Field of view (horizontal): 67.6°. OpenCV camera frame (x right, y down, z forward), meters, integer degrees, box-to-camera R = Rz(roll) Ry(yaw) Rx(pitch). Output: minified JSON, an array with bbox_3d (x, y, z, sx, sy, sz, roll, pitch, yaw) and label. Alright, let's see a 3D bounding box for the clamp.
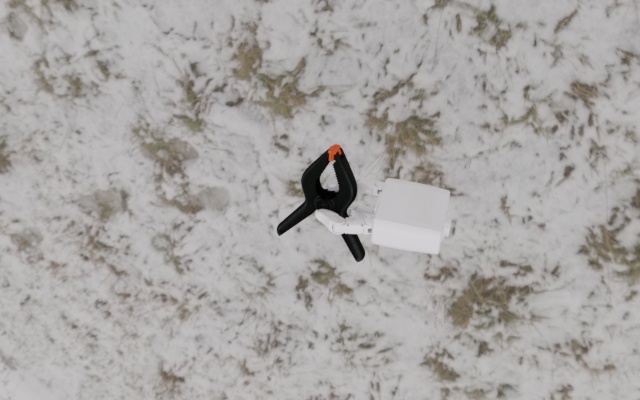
[{"bbox_3d":[0.000,0.003,0.797,0.164,0.210,0.036,11,34,15],"label":"clamp"}]
